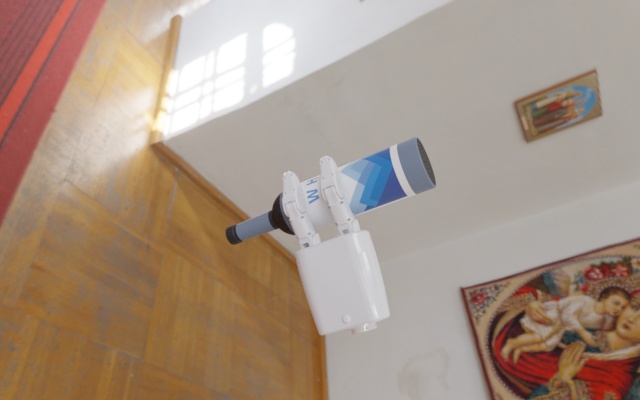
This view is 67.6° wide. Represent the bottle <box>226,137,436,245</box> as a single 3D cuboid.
[{"bbox_3d":[0.000,0.002,0.632,0.296,0.069,0.069,-21,-8,21],"label":"bottle"}]
